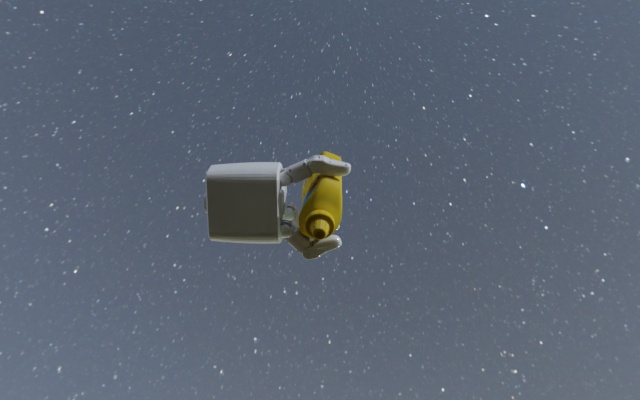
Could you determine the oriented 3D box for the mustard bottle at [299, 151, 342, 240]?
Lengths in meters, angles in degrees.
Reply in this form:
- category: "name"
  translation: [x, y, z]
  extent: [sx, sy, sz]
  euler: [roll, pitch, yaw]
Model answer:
- category: "mustard bottle"
  translation: [0.000, 0.002, 0.710]
  extent: [0.058, 0.096, 0.191]
  euler: [22, 24, -9]
